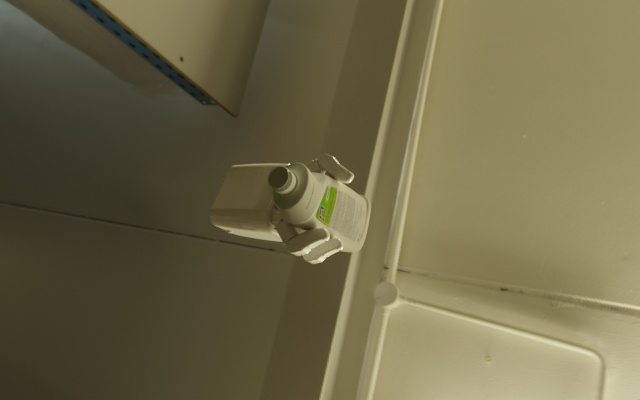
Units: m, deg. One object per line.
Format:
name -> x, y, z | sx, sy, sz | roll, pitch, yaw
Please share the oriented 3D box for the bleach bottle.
bleach bottle -> 0.000, 0.002, 0.687 | 0.068, 0.102, 0.251 | 3, -16, 25
